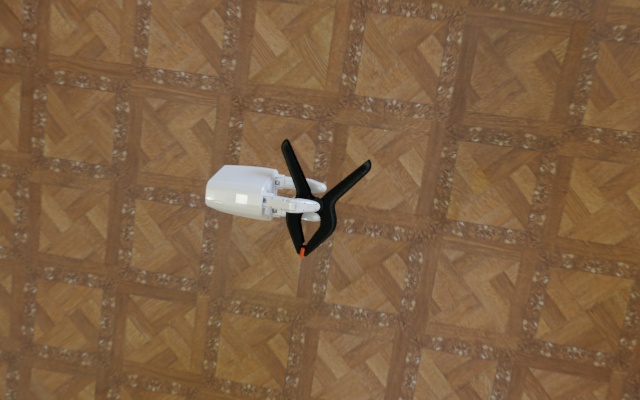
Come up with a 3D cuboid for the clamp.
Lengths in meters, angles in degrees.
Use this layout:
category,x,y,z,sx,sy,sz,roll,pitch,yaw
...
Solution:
category,x,y,z,sx,sy,sz,roll,pitch,yaw
clamp,0.000,0.003,0.859,0.164,0.210,0.036,8,9,10
